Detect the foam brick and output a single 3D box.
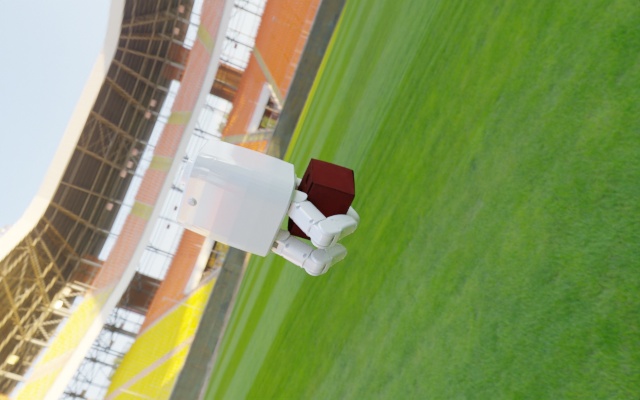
[{"bbox_3d":[0.000,0.002,0.536,0.051,0.078,0.053,18,33,-12],"label":"foam brick"}]
